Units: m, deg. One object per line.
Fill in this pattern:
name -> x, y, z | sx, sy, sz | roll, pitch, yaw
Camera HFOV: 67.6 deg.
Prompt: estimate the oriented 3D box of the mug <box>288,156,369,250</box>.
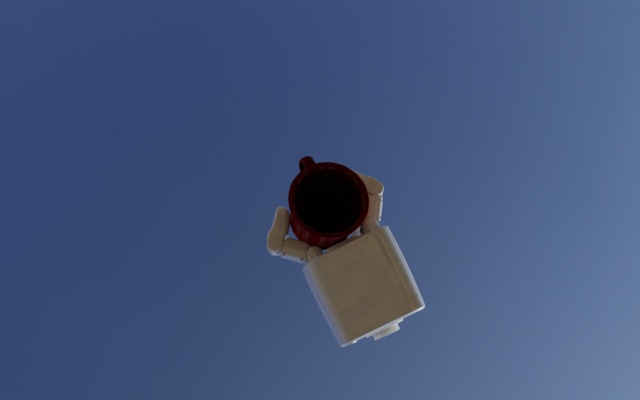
mug -> -0.001, 0.001, 0.581 | 0.093, 0.117, 0.081 | -22, -16, -14
